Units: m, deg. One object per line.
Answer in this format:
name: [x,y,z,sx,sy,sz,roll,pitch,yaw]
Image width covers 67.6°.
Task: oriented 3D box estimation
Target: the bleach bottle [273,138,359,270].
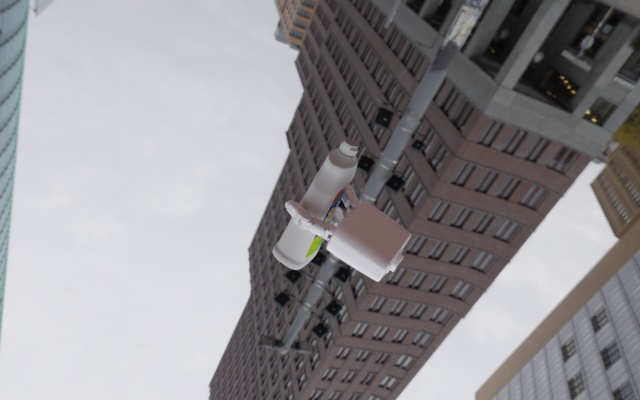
bleach bottle: [0.000,0.003,0.852,0.068,0.251,0.102,34,31,13]
